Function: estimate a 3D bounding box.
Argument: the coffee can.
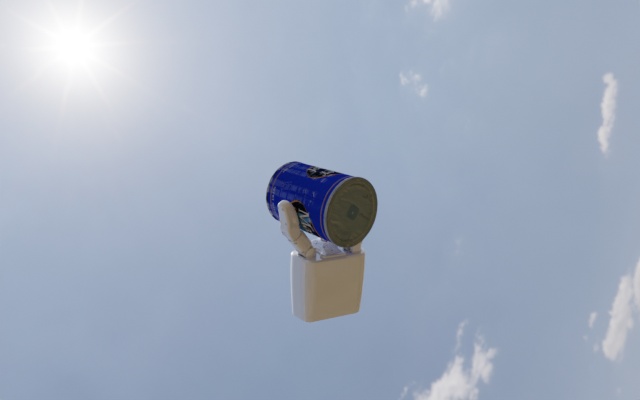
[{"bbox_3d":[0.000,0.002,0.719,0.103,0.103,0.140,0,13,-43],"label":"coffee can"}]
